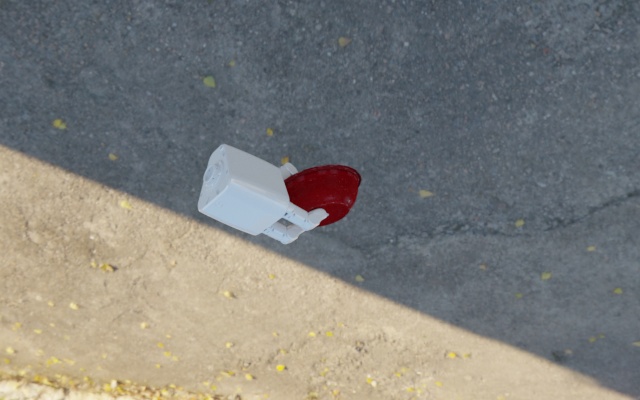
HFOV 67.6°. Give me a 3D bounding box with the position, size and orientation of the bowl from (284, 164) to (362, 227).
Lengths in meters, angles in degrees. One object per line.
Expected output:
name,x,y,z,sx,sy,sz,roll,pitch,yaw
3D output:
bowl,0.001,0.003,0.838,0.162,0.055,0.162,-12,-26,-6
